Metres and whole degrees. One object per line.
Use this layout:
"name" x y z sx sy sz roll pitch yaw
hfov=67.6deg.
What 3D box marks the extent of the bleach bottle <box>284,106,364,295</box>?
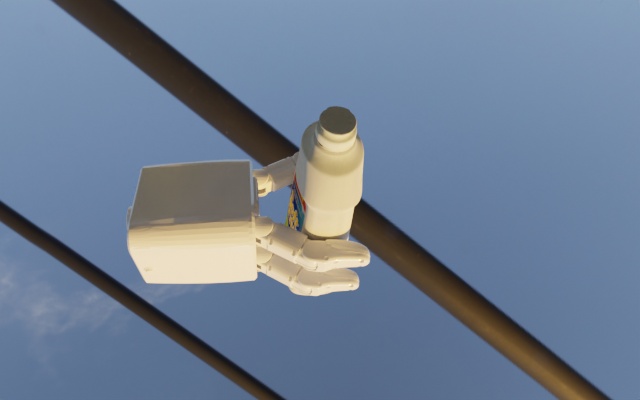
"bleach bottle" 0.000 0.002 0.458 0.068 0.102 0.251 -2 -32 -8
